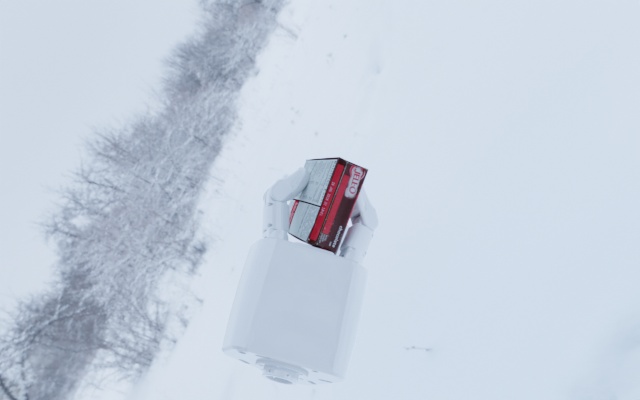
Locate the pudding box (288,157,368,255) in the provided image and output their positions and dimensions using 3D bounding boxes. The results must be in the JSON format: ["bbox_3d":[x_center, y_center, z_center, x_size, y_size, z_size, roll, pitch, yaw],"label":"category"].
[{"bbox_3d":[0.000,0.002,0.504,0.039,0.090,0.113,23,-3,-20],"label":"pudding box"}]
